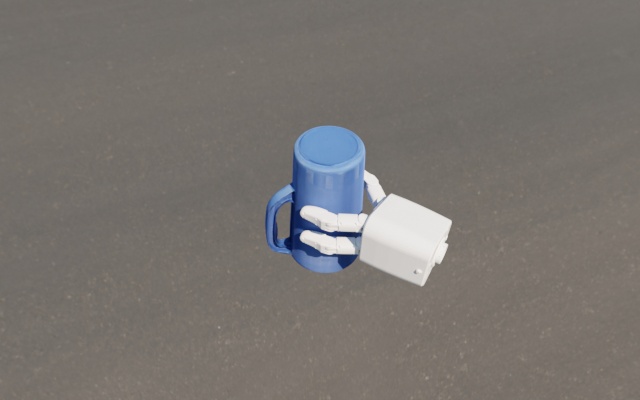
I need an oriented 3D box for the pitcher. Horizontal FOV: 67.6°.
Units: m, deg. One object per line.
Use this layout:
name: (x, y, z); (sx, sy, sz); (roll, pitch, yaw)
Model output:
pitcher: (0.000, 0.003, 0.793); (0.145, 0.243, 0.149); (25, 51, 21)
